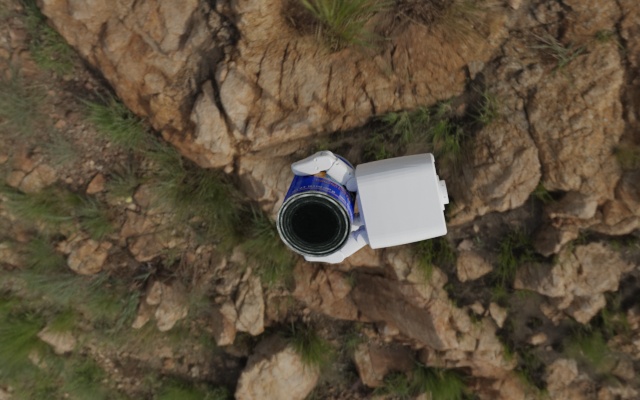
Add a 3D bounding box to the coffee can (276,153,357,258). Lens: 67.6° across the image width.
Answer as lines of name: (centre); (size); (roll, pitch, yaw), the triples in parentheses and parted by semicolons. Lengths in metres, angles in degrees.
coffee can: (0.000, 0.002, 0.696); (0.103, 0.103, 0.140); (0, 27, 9)
